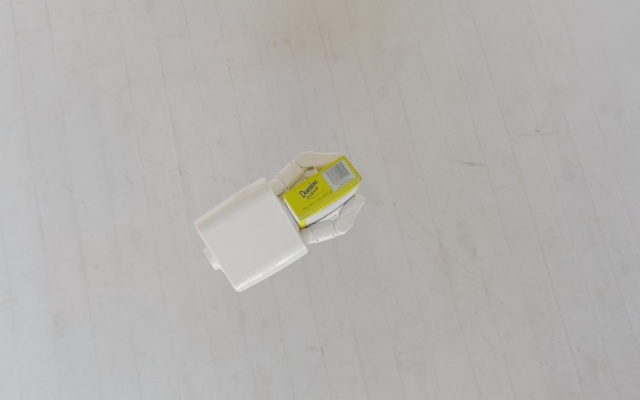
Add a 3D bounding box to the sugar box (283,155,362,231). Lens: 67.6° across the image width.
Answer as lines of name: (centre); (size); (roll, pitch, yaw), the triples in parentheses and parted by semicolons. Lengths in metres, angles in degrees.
sugar box: (0.000, 0.002, 0.655); (0.093, 0.048, 0.176); (-33, -7, -9)
